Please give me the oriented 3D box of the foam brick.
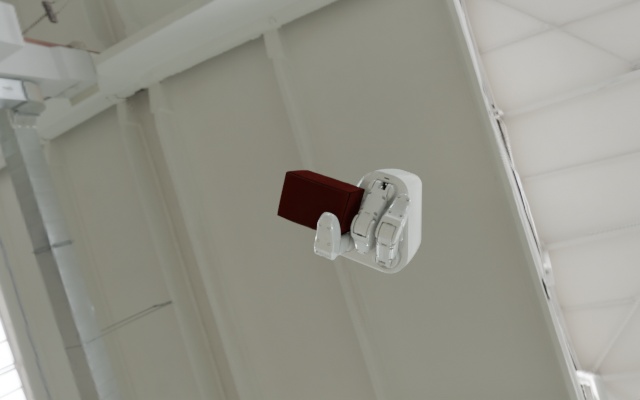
[{"bbox_3d":[0.000,0.002,0.535,0.078,0.053,0.051,20,14,20],"label":"foam brick"}]
